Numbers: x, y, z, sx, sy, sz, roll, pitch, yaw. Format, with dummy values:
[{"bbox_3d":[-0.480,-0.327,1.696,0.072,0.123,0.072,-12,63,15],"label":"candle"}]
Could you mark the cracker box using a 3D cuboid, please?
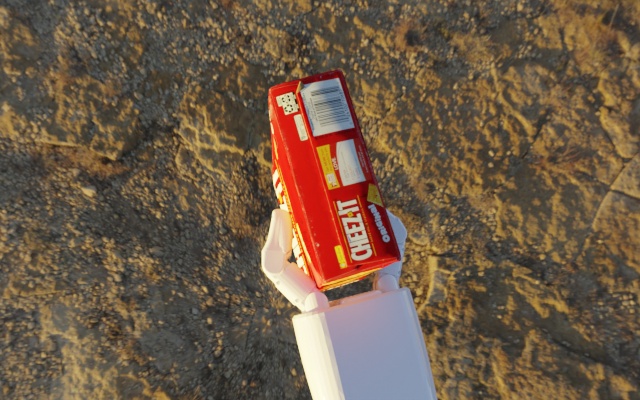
[{"bbox_3d":[0.000,0.001,0.466,0.072,0.164,0.214,-15,-12,-8],"label":"cracker box"}]
